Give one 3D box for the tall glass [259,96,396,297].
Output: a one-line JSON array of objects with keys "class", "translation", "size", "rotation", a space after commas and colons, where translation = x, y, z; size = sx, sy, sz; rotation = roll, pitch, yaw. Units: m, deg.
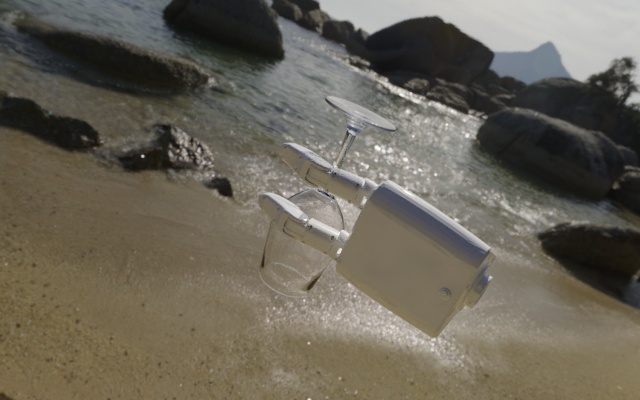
[{"class": "tall glass", "translation": [0.000, 0.001, 0.489], "size": [0.079, 0.201, 0.079], "rotation": [22, 20, -8]}]
